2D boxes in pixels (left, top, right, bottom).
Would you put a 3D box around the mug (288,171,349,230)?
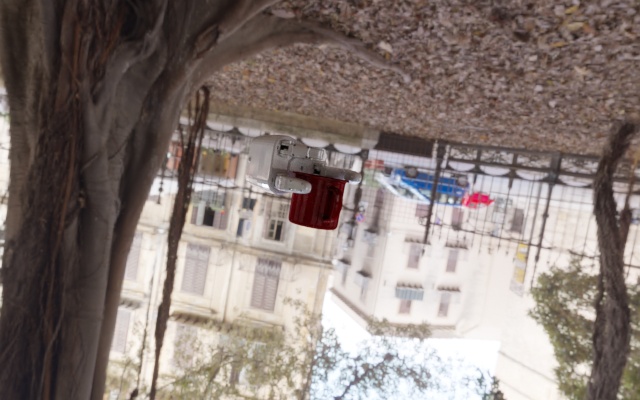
[{"bbox_3d":[0.001,0.003,0.757,0.093,0.081,0.117,8,4,-32],"label":"mug"}]
